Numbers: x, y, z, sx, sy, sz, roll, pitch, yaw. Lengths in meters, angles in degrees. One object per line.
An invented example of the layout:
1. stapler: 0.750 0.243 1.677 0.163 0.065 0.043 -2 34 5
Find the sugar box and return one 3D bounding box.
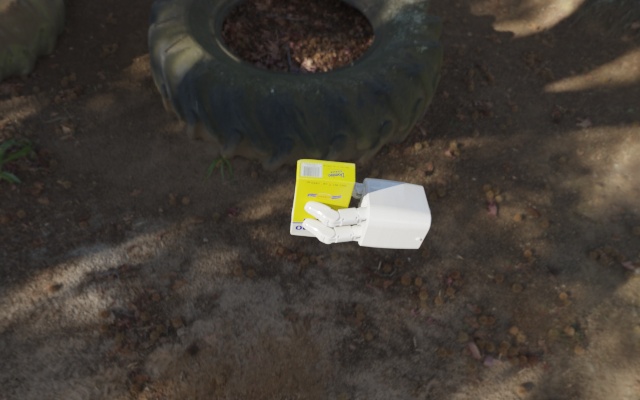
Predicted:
1. sugar box: 0.000 0.003 0.817 0.093 0.048 0.176 5 -37 -3
